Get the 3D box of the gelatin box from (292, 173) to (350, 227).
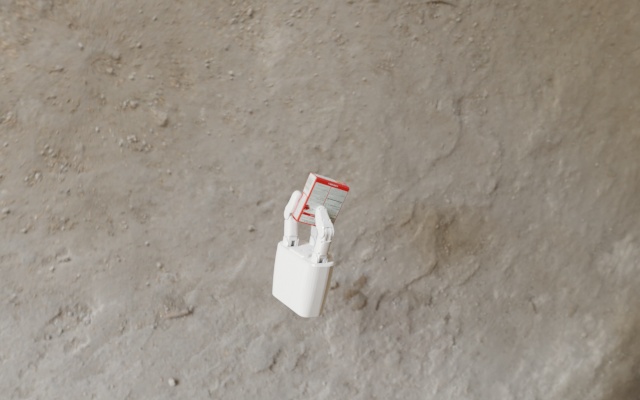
[{"bbox_3d":[0.000,0.003,0.845,0.073,0.089,0.030,16,16,-30],"label":"gelatin box"}]
